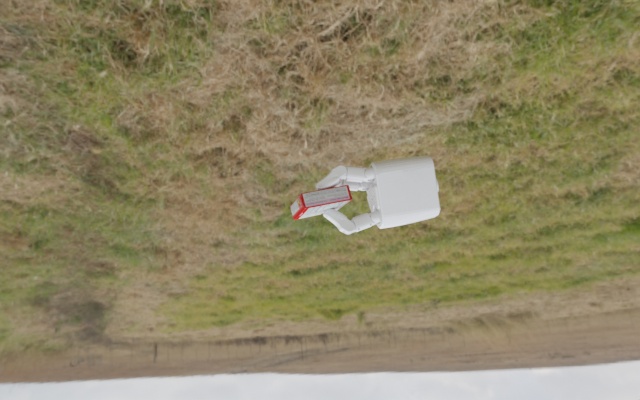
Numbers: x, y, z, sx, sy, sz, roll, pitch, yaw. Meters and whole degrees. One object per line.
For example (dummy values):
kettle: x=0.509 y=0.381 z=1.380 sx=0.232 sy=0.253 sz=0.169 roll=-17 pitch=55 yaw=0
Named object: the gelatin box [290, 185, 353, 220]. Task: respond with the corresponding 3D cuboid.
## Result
gelatin box: x=0.000 y=0.003 z=0.817 sx=0.089 sy=0.030 sz=0.073 roll=-12 pitch=-12 yaw=-21
